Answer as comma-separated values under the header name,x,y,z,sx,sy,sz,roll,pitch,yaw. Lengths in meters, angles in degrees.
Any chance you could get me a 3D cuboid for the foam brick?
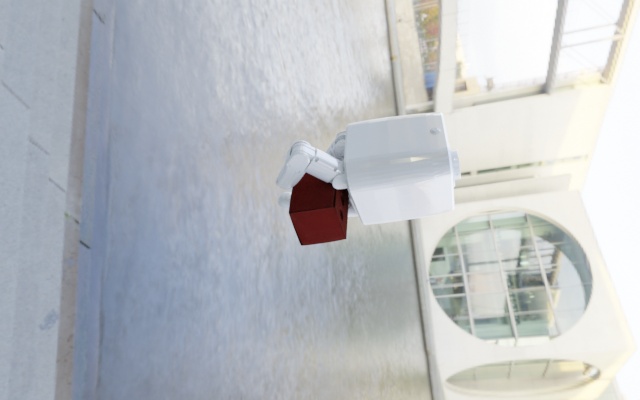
name,x,y,z,sx,sy,sz,roll,pitch,yaw
foam brick,0.000,0.002,0.523,0.051,0.053,0.078,-7,43,13
